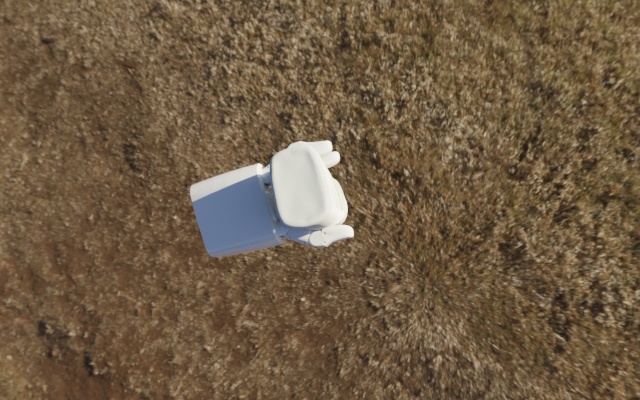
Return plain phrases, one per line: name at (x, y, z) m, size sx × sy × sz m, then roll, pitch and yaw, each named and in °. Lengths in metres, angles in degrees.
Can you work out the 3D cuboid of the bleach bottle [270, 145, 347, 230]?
bleach bottle at (0.000, 0.002, 0.676) m, size 0.068 × 0.102 × 0.251 m, roll -15°, pitch -13°, yaw 10°
